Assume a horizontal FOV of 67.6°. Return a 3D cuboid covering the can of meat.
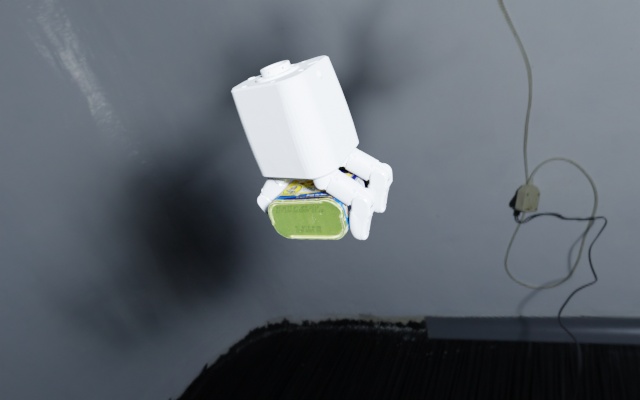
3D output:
[{"bbox_3d":[0.000,0.002,0.566,0.102,0.057,0.084,-2,29,29],"label":"can of meat"}]
